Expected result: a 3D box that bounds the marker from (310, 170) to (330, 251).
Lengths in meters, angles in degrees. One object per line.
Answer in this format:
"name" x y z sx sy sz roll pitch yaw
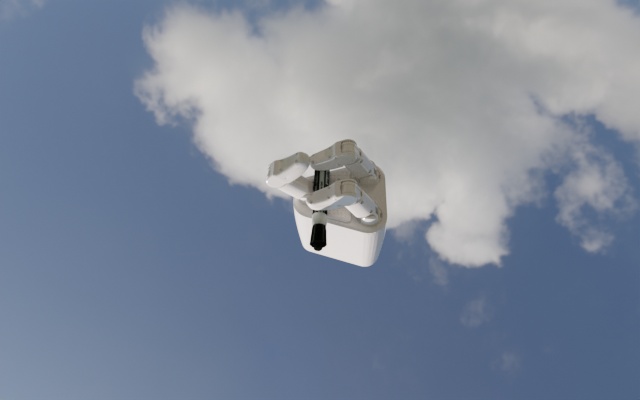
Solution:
"marker" 0.000 0.002 0.546 0.020 0.121 0.020 2 -32 1
